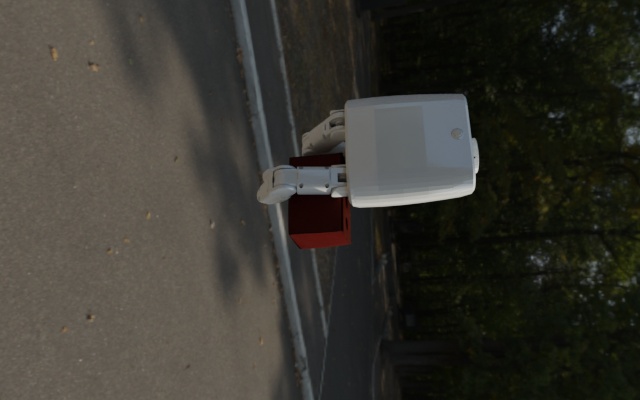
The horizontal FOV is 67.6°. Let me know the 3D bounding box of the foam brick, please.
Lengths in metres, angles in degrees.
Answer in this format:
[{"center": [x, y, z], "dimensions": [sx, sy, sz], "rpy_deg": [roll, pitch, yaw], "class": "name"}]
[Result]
[{"center": [0.000, 0.002, 0.451], "dimensions": [0.051, 0.078, 0.053], "rpy_deg": [-3, -19, 9], "class": "foam brick"}]
